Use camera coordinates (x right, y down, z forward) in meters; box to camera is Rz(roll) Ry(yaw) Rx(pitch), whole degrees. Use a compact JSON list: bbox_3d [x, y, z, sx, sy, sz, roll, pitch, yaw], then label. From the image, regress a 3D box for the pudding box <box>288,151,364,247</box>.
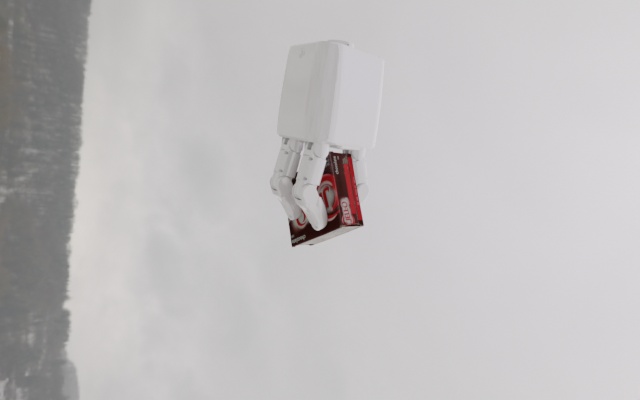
[{"bbox_3d":[0.000,0.002,0.582,0.039,0.090,0.113,1,-17,-32],"label":"pudding box"}]
